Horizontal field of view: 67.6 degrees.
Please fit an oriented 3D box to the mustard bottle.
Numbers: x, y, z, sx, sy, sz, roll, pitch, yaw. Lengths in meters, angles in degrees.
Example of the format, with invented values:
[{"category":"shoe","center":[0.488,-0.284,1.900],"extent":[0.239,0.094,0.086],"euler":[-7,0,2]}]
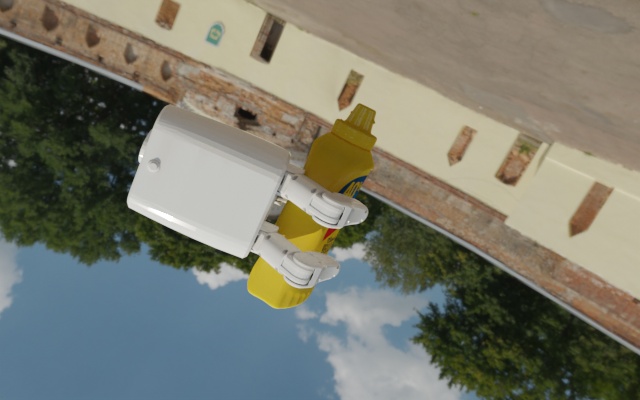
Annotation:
[{"category":"mustard bottle","center":[0.000,0.002,0.441],"extent":[0.058,0.192,0.096],"euler":[29,14,15]}]
